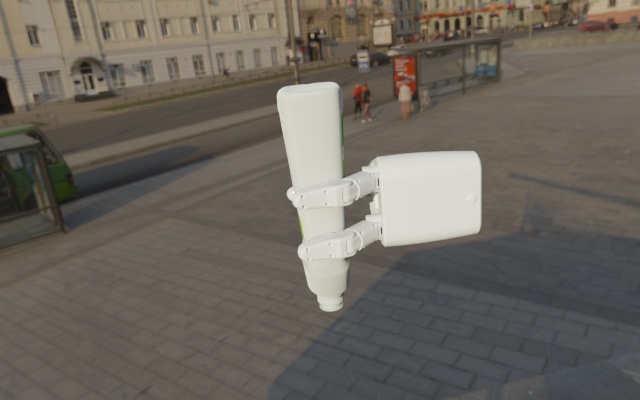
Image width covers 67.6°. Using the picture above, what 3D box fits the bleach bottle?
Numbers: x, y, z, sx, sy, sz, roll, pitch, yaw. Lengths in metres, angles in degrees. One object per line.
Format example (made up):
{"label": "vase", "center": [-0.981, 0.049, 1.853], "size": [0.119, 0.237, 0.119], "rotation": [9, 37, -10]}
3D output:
{"label": "bleach bottle", "center": [0.000, 0.002, 0.530], "size": [0.068, 0.251, 0.102], "rotation": [-6, 18, 0]}
